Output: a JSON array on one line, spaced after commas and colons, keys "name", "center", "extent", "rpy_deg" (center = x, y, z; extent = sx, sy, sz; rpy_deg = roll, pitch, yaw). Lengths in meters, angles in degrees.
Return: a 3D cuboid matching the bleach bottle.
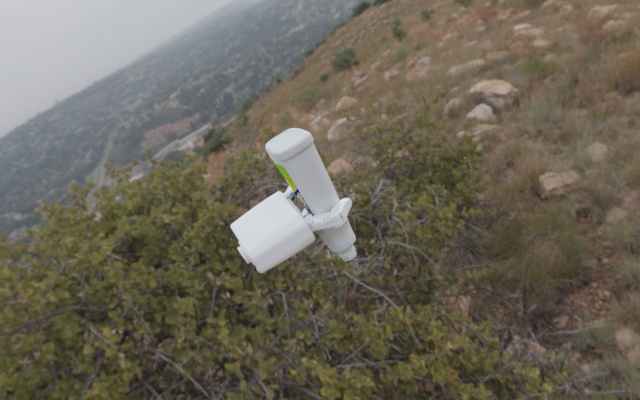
[{"name": "bleach bottle", "center": [0.000, 0.003, 0.805], "extent": [0.068, 0.251, 0.102], "rpy_deg": [-34, 24, -10]}]
